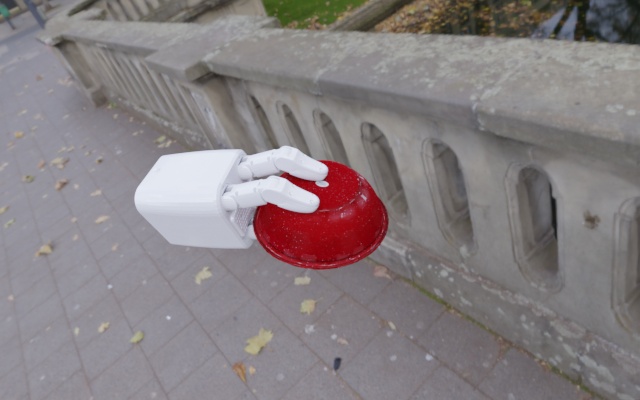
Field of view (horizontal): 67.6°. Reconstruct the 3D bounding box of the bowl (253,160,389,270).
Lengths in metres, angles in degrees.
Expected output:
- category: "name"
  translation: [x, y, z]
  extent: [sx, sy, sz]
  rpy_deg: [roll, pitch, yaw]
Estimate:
- category: "bowl"
  translation: [0.001, 0.001, 0.553]
  extent: [0.162, 0.055, 0.162]
  rpy_deg: [0, 41, 0]
